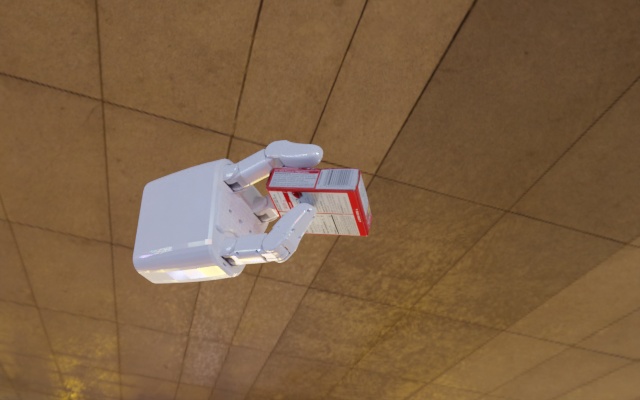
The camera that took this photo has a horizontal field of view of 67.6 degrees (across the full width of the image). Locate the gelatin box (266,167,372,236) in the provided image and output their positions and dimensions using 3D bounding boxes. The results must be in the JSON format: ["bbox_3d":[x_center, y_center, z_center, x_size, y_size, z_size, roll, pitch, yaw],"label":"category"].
[{"bbox_3d":[0.000,0.002,0.462,0.089,0.030,0.073,2,-37,18],"label":"gelatin box"}]
